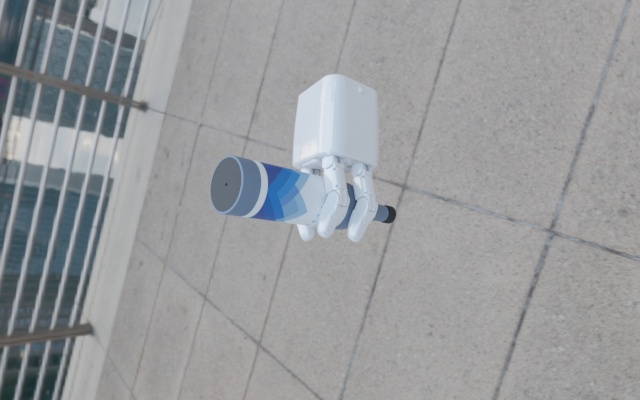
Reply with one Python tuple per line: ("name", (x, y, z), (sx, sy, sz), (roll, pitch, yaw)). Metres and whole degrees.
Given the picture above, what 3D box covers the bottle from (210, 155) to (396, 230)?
("bottle", (0.000, 0.002, 0.630), (0.296, 0.069, 0.069), (11, -7, -43))
